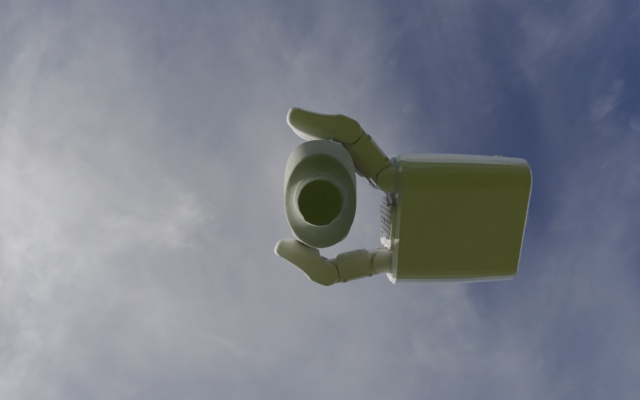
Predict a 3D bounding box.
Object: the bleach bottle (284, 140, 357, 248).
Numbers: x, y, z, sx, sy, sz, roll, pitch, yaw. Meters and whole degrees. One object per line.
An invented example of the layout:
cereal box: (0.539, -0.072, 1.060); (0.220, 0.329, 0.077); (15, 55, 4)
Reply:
bleach bottle: (0.000, 0.001, 0.418); (0.068, 0.102, 0.251); (-1, 4, 0)
